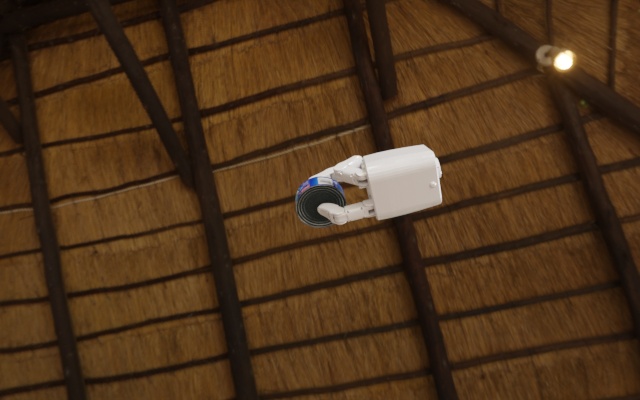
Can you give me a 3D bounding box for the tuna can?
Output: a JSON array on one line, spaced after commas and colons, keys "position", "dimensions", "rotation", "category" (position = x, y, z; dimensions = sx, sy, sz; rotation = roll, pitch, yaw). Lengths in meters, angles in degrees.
[{"position": [0.000, 0.002, 0.811], "dimensions": [0.086, 0.086, 0.033], "rotation": [0, 32, -6], "category": "tuna can"}]
